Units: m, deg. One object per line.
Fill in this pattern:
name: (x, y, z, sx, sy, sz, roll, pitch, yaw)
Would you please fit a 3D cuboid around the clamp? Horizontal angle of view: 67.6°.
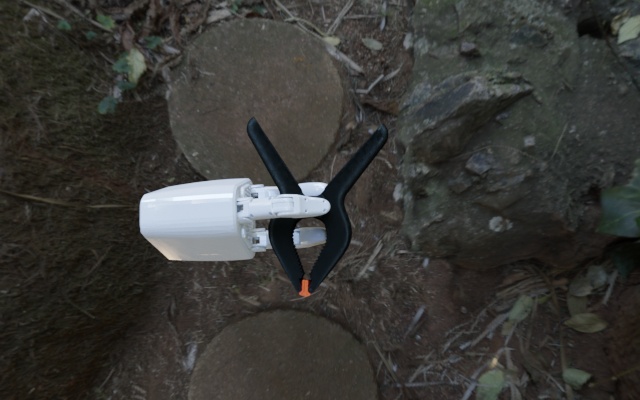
clamp: (0.000, 0.002, 0.544, 0.164, 0.210, 0.036, -3, -8, 4)
